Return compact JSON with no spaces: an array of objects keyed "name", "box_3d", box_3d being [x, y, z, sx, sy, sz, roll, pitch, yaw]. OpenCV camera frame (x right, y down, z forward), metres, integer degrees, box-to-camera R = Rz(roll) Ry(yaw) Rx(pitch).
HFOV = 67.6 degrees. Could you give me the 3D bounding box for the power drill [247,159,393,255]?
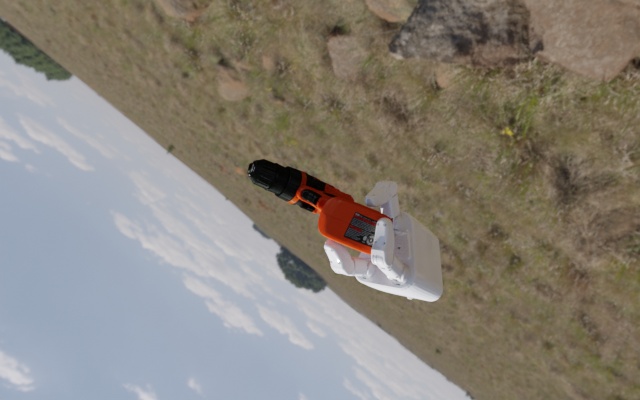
[{"name":"power drill","box_3d":[0.000,0.002,0.669,0.184,0.057,0.187,21,9,-29]}]
